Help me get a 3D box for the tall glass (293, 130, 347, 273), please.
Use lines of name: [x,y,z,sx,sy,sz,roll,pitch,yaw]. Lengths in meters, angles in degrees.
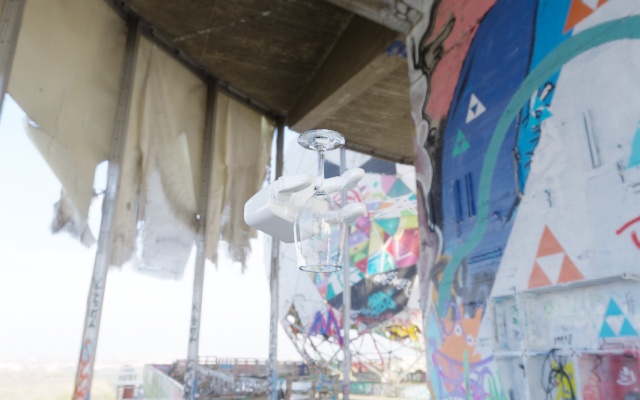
tall glass: [0.000,0.002,0.705,0.079,0.201,0.079,0,-18,0]
